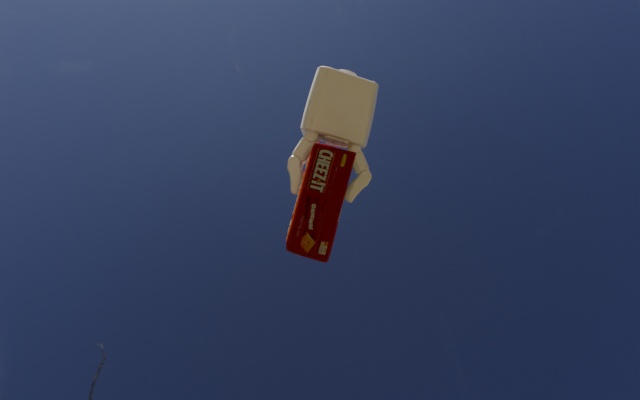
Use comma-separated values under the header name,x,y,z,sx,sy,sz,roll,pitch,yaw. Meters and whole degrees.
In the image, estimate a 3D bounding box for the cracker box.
name,x,y,z,sx,sy,sz,roll,pitch,yaw
cracker box,0.000,0.003,0.779,0.072,0.164,0.213,14,0,1
